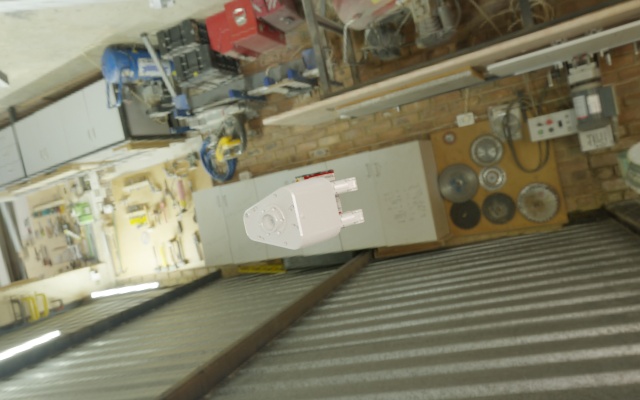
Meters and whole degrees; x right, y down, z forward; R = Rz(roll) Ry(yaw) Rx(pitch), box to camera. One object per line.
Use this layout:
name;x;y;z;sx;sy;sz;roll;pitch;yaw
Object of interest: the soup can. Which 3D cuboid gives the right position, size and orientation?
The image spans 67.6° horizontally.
soup can;0.000;0.003;0.812;0.068;0.102;0.068;-12;2;0
